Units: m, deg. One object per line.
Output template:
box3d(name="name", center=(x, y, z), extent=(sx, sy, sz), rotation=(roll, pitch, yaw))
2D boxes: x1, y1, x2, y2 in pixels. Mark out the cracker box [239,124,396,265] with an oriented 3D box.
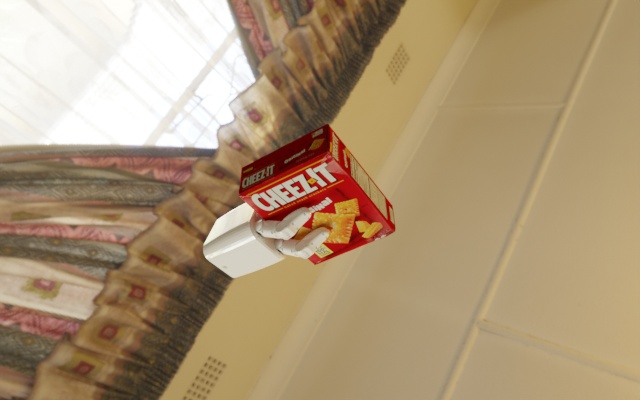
box3d(name="cracker box", center=(0.000, 0.002, 0.764), extent=(0.164, 0.072, 0.214), rotation=(-24, -48, 22))
